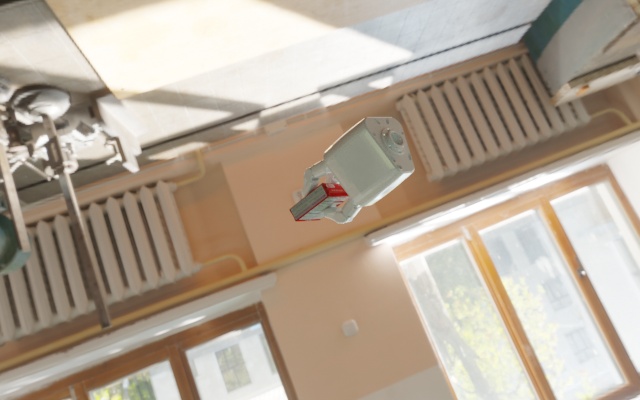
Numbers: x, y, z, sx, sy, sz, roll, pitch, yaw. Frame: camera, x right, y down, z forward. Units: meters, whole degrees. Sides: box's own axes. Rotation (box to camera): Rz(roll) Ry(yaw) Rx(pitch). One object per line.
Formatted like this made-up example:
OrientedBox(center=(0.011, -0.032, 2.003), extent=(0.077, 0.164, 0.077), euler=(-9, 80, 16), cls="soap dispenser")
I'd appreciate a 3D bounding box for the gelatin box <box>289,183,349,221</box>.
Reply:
OrientedBox(center=(0.000, 0.003, 0.856), extent=(0.089, 0.030, 0.073), euler=(-39, -21, 29), cls="gelatin box")
